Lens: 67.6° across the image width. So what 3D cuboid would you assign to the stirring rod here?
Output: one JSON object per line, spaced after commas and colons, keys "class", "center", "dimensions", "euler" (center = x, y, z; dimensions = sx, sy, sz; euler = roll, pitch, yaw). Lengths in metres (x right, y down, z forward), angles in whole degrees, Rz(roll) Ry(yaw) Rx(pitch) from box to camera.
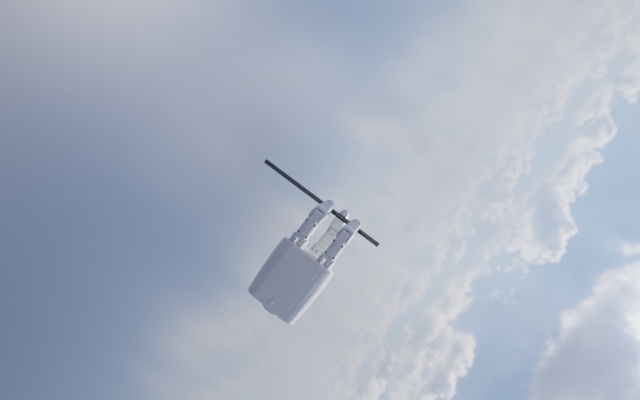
{"class": "stirring rod", "center": [0.000, 0.003, 0.803], "dimensions": [0.239, 0.011, 0.011], "euler": [37, 7, 10]}
